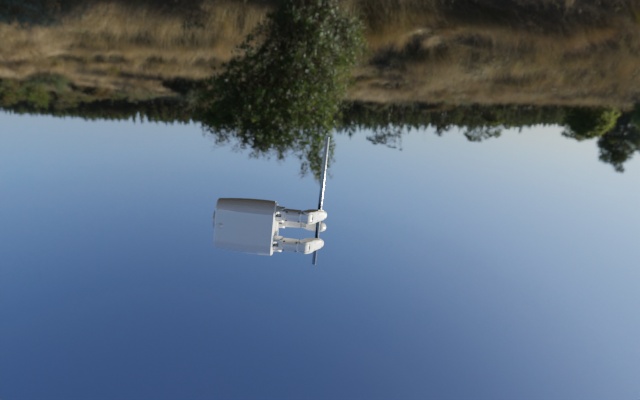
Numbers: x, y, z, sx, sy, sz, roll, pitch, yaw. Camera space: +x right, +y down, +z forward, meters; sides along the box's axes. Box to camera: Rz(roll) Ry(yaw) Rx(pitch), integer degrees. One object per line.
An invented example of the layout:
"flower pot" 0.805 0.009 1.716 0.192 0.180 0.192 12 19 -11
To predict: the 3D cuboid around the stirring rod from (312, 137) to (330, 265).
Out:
"stirring rod" 0.000 0.003 0.885 0.011 0.239 0.011 6 10 -1
